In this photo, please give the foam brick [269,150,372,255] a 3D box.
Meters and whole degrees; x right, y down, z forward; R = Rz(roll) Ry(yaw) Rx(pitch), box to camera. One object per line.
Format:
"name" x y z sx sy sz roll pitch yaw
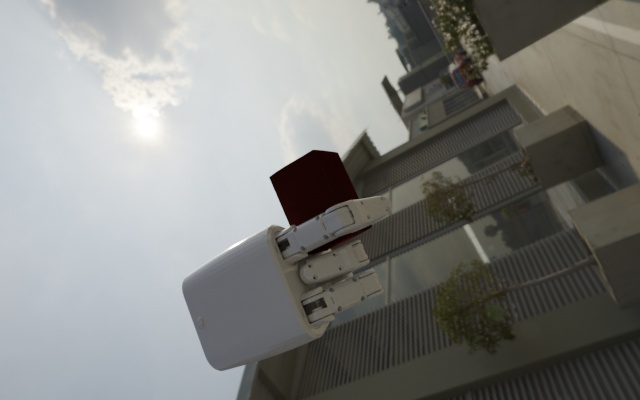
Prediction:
"foam brick" 0.000 0.001 0.421 0.051 0.078 0.053 -29 -12 24
